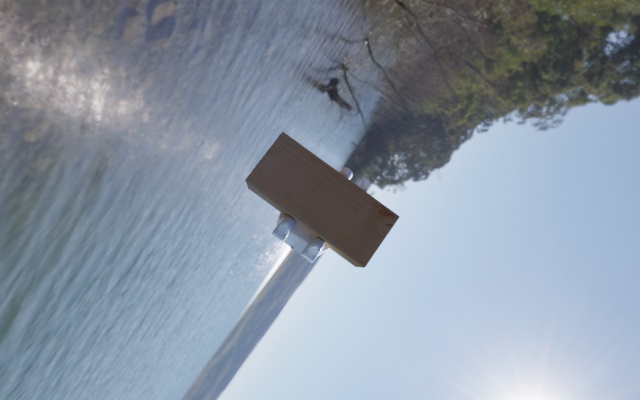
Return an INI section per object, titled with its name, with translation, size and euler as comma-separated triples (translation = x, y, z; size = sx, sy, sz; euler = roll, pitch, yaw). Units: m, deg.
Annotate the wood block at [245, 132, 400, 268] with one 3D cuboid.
[wood block]
translation = 0.000, 0.002, 0.709
size = 0.206, 0.091, 0.090
euler = 36, -9, 0
